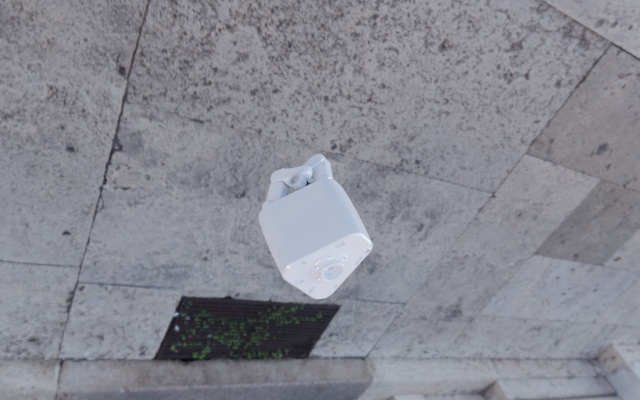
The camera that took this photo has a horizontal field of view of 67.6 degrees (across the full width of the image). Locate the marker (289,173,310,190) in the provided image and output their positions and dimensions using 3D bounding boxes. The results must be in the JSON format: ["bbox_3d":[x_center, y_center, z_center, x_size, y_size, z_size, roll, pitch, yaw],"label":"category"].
[{"bbox_3d":[0.000,0.002,0.649,0.020,0.020,0.121,0,-29,39],"label":"marker"}]
